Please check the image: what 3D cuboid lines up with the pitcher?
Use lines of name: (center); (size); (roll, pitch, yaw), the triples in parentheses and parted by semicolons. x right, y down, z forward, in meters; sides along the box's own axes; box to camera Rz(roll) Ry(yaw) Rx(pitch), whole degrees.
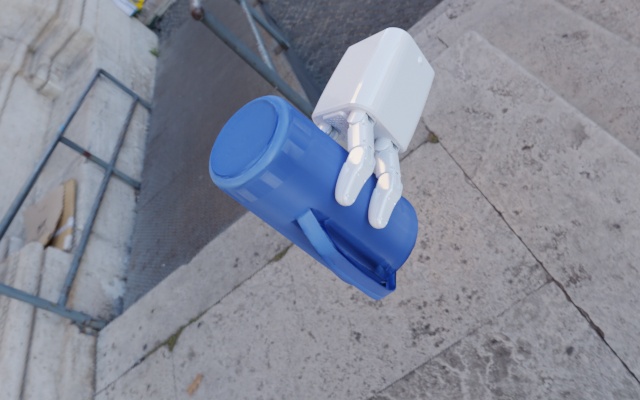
pitcher: (0.000, 0.002, 0.531); (0.149, 0.145, 0.243); (10, -20, 46)
